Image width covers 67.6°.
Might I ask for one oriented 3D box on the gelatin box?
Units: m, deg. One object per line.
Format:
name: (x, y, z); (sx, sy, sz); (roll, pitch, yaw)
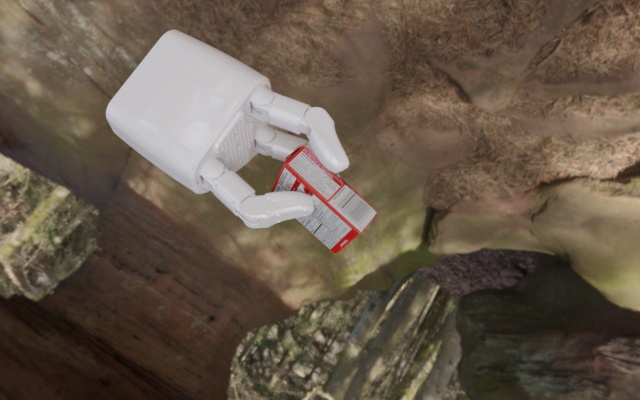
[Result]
gelatin box: (0.000, 0.002, 0.428); (0.030, 0.089, 0.073); (-46, -3, -25)
